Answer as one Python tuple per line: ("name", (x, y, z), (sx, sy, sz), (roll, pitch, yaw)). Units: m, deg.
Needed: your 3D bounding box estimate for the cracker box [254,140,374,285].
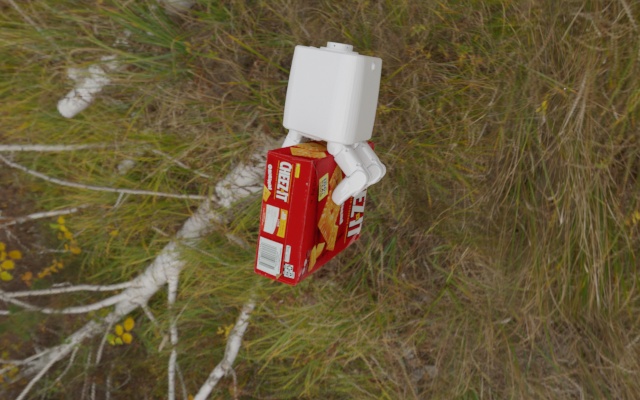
("cracker box", (0.000, 0.002, 0.665), (0.072, 0.164, 0.213), (16, 19, 23))
